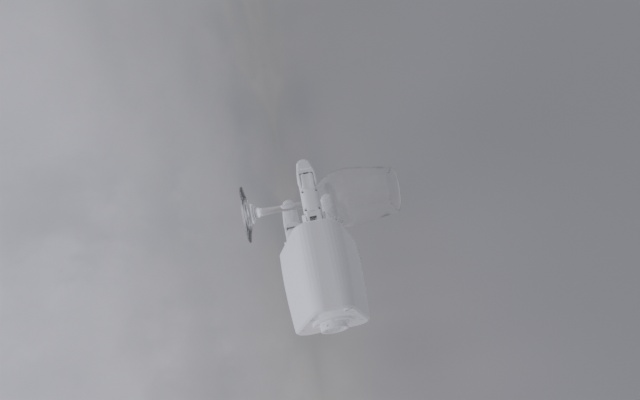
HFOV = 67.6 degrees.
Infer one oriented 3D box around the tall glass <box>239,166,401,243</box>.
[{"bbox_3d":[-0.001,0.002,0.626,0.201,0.079,0.079,-10,1,-4],"label":"tall glass"}]
